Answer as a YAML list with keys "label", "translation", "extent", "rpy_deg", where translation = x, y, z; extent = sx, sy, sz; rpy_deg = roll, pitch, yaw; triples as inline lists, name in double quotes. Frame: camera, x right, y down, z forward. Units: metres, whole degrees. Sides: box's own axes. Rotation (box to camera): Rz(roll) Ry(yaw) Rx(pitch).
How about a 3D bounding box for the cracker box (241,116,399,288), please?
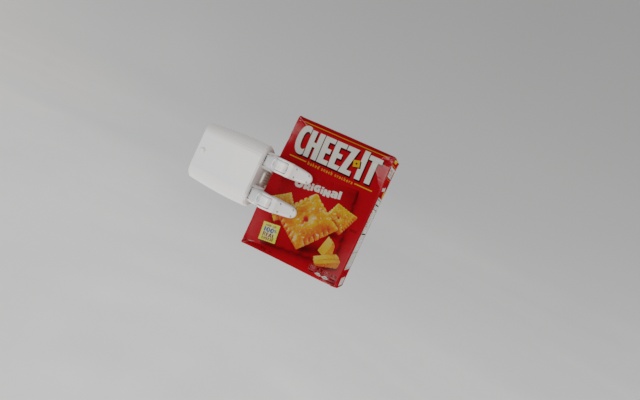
- label: "cracker box"
  translation: [0.000, 0.003, 0.730]
  extent: [0.164, 0.213, 0.072]
  rpy_deg: [25, 1, 12]
